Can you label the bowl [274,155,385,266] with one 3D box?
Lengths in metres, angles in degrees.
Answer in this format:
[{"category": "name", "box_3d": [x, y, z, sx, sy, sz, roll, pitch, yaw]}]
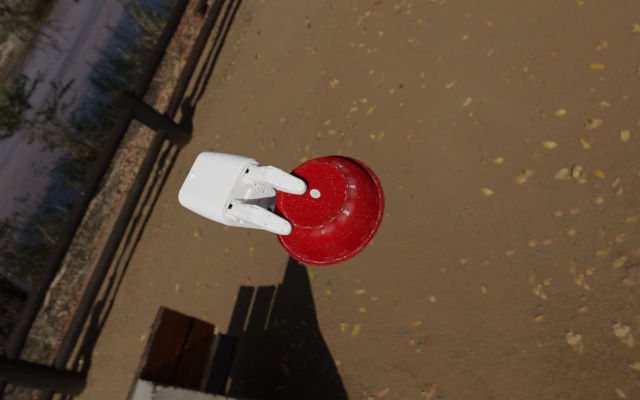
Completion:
[{"category": "bowl", "box_3d": [0.001, 0.002, 0.631, 0.162, 0.162, 0.055, 0, -21, 22]}]
